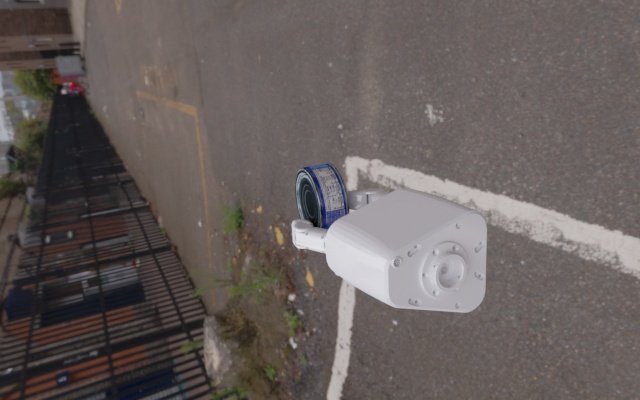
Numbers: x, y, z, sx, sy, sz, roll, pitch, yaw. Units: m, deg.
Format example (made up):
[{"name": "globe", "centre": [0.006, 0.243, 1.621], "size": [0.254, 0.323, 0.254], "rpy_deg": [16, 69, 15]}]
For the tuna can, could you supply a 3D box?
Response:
[{"name": "tuna can", "centre": [0.000, 0.002, 0.546], "size": [0.034, 0.086, 0.086], "rpy_deg": [-11, 4, -20]}]
